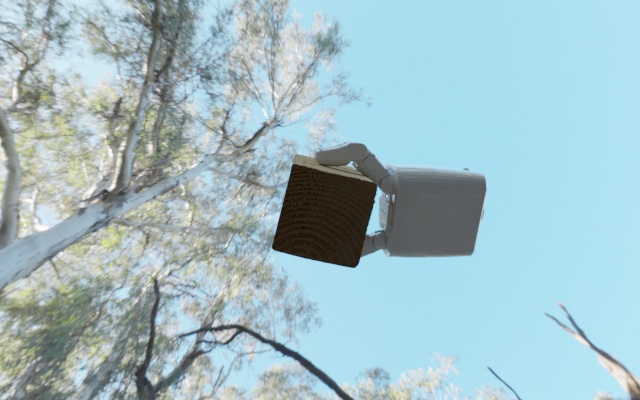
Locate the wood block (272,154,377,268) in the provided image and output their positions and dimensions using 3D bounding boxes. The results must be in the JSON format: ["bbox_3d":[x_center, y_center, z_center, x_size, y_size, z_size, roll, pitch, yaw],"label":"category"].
[{"bbox_3d":[0.000,0.002,0.567,0.090,0.091,0.206,13,7,-4],"label":"wood block"}]
